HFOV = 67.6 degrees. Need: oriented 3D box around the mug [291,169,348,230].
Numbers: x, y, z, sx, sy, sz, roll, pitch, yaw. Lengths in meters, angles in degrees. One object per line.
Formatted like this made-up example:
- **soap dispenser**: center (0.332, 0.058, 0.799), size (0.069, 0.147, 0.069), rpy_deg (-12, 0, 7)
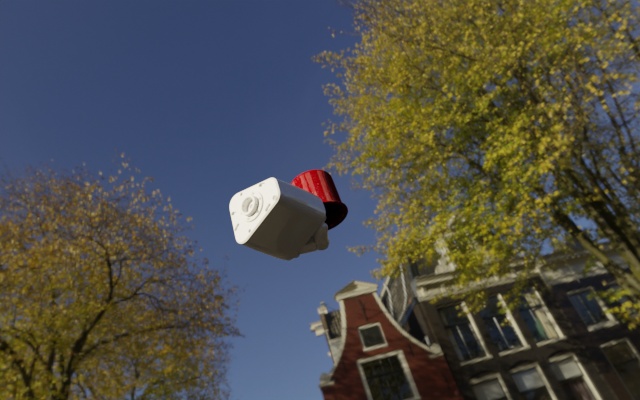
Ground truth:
- **mug**: center (0.001, 0.003, 0.860), size (0.093, 0.081, 0.117), rpy_deg (-37, -38, 24)
